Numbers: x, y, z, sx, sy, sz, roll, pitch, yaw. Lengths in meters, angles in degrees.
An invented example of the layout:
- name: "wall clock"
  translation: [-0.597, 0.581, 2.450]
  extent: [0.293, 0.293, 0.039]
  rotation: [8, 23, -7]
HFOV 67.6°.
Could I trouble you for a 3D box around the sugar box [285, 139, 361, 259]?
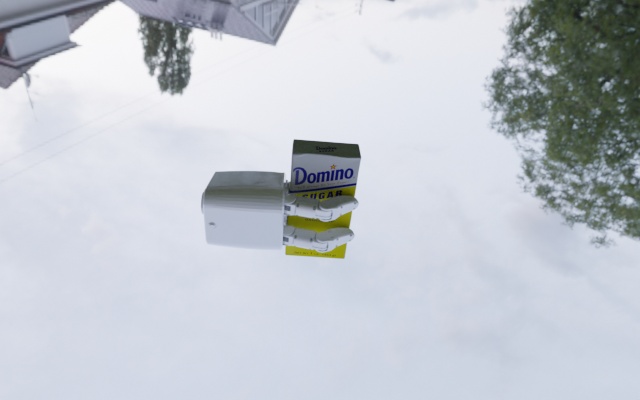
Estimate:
- name: "sugar box"
  translation: [0.000, 0.003, 0.680]
  extent: [0.093, 0.176, 0.048]
  rotation: [3, 36, -4]
